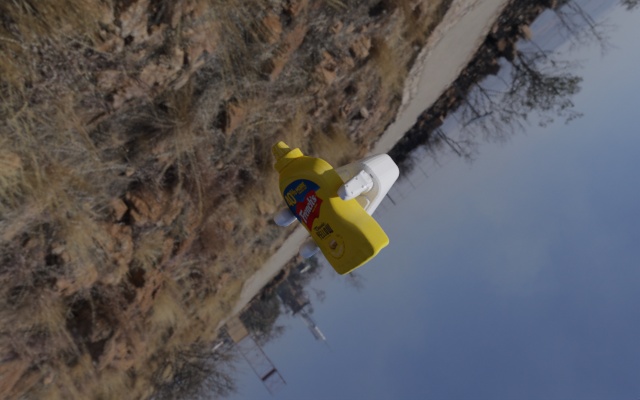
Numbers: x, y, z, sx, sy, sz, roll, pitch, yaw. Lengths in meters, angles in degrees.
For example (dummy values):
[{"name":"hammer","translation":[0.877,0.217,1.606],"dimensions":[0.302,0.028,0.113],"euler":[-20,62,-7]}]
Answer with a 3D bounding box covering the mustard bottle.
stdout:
[{"name":"mustard bottle","translation":[0.000,0.002,0.627],"dimensions":[0.058,0.191,0.096],"euler":[-35,-4,-37]}]
